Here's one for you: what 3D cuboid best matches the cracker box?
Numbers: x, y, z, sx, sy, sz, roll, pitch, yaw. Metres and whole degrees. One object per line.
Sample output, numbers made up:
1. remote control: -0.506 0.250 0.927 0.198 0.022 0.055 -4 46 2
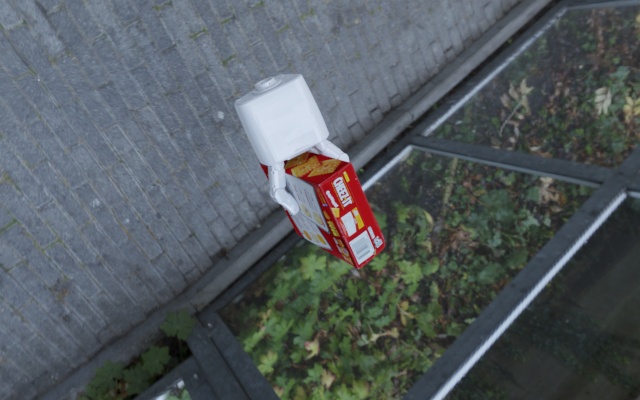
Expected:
1. cracker box: 0.000 0.003 0.804 0.072 0.164 0.213 -35 28 -19
